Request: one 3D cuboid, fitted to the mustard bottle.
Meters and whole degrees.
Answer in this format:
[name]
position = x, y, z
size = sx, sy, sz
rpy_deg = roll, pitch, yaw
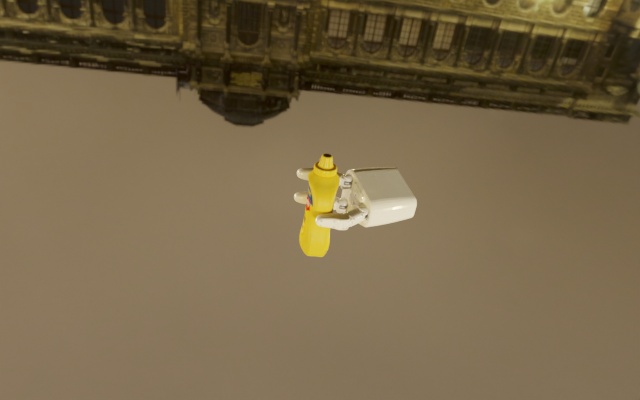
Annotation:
[mustard bottle]
position = 0.000, 0.003, 0.879
size = 0.058, 0.192, 0.096
rpy_deg = 6, 31, -5
